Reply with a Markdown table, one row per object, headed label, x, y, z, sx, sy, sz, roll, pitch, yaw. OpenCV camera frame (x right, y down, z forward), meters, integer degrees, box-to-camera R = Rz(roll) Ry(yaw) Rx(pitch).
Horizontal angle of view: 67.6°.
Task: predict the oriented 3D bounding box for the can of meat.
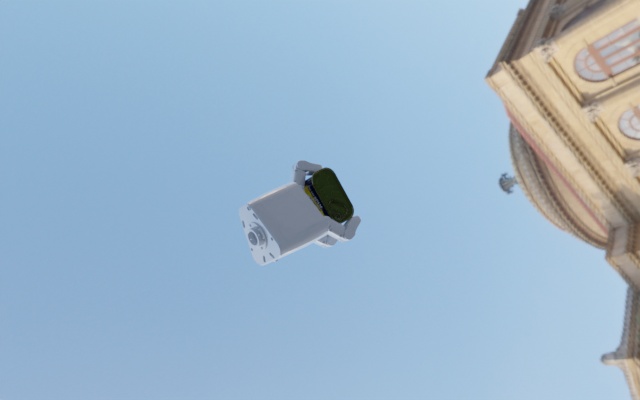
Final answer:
| label | x | y | z | sx | sy | sz | roll | pitch | yaw |
| --- | --- | --- | --- | --- | --- | --- | --- | --- | --- |
| can of meat | 0.000 | 0.003 | 0.872 | 0.057 | 0.102 | 0.084 | -29 | 0 | -40 |
